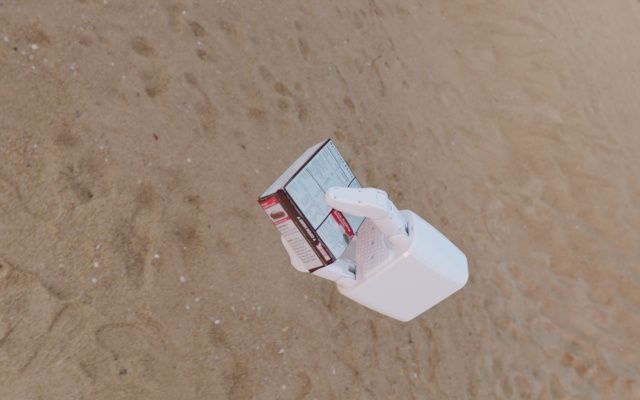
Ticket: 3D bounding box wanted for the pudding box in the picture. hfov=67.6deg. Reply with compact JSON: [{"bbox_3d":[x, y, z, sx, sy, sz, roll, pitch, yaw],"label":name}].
[{"bbox_3d":[0.000,0.002,0.475,0.039,0.090,0.113,-26,16,36],"label":"pudding box"}]
